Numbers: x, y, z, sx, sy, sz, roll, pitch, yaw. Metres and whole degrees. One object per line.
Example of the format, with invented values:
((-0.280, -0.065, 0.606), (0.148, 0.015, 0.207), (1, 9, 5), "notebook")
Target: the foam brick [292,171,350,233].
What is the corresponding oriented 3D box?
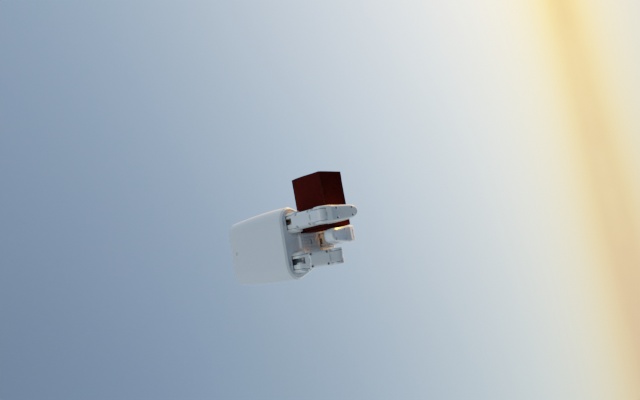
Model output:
((0.000, 0.002, 0.663), (0.051, 0.078, 0.053), (-15, -9, 37), "foam brick")
